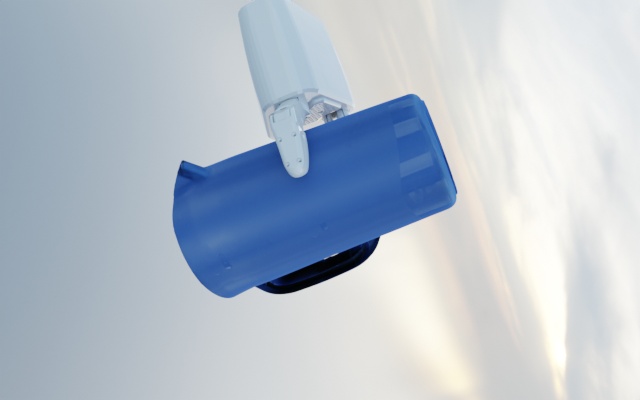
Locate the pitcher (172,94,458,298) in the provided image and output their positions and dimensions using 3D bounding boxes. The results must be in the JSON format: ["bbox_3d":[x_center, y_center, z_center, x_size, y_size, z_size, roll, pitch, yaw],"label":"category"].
[{"bbox_3d":[0.000,0.001,0.456,0.243,0.145,0.149,-20,-11,14],"label":"pitcher"}]
